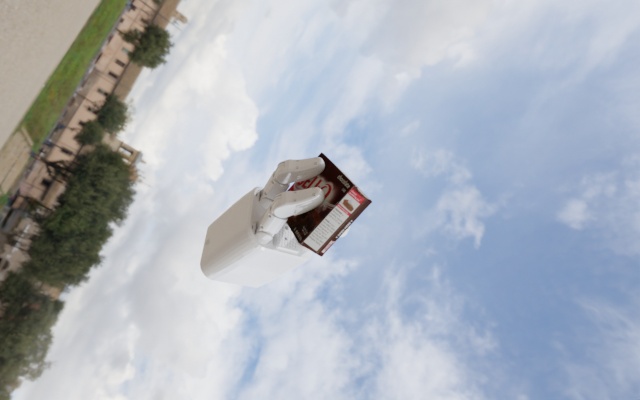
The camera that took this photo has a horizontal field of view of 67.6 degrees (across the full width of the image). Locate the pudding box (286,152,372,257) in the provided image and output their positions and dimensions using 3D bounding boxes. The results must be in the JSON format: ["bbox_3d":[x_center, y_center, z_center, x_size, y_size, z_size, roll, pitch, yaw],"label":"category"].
[{"bbox_3d":[0.000,0.002,0.569,0.039,0.090,0.113,37,7,-33],"label":"pudding box"}]
